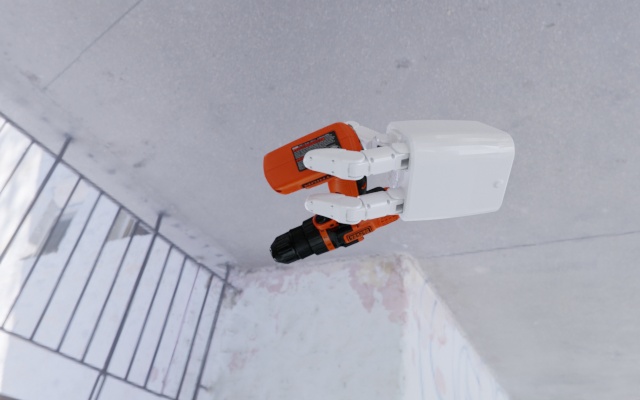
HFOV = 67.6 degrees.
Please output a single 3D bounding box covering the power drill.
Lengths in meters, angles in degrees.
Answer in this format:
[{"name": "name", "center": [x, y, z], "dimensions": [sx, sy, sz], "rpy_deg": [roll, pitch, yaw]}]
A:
[{"name": "power drill", "center": [0.000, 0.002, 0.570], "dimensions": [0.184, 0.057, 0.188], "rpy_deg": [-25, -33, 3]}]
